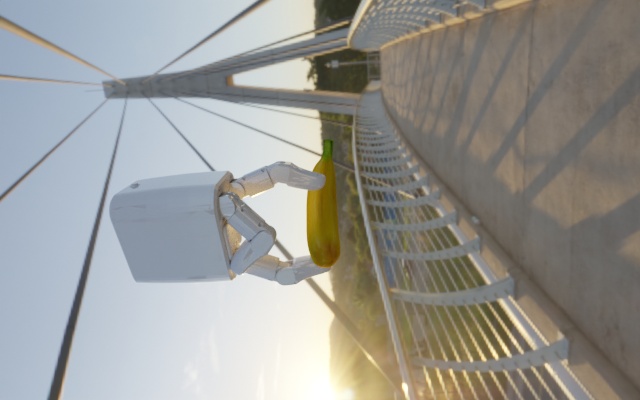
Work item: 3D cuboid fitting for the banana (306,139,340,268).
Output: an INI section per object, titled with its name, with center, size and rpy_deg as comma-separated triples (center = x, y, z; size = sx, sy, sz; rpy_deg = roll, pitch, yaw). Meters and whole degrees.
[banana]
center = 0.001, 0.013, 0.532
size = 0.037, 0.070, 0.197
rpy_deg = -4, 41, 2
